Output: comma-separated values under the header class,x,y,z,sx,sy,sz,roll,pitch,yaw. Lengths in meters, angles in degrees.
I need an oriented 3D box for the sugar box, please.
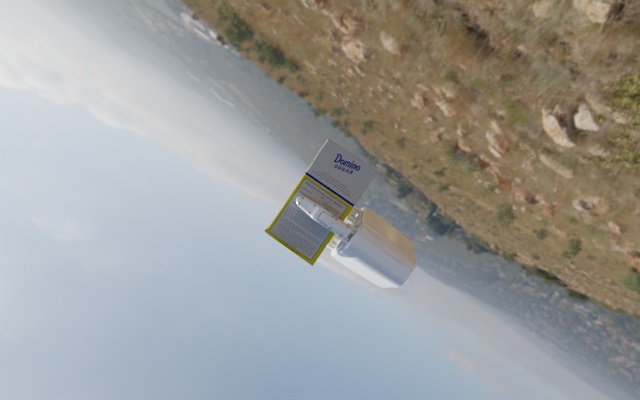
class,x,y,z,sx,sy,sz,roll,pitch,yaw
sugar box,0.000,0.003,0.744,0.093,0.176,0.048,35,0,-1
